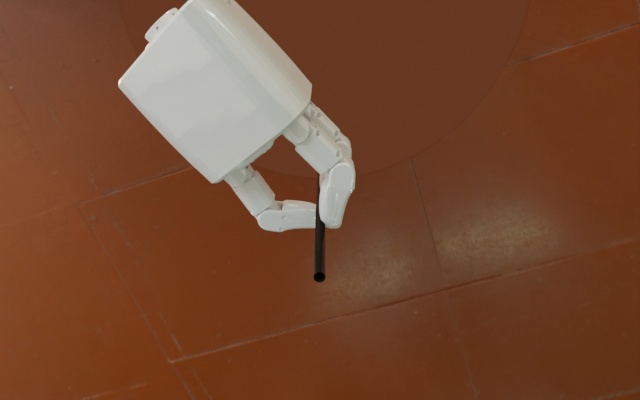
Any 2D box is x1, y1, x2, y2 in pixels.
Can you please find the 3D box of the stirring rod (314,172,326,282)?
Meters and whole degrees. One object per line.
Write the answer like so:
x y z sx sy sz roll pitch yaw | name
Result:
0.000 0.001 0.426 0.011 0.011 0.239 0 24 0 | stirring rod
